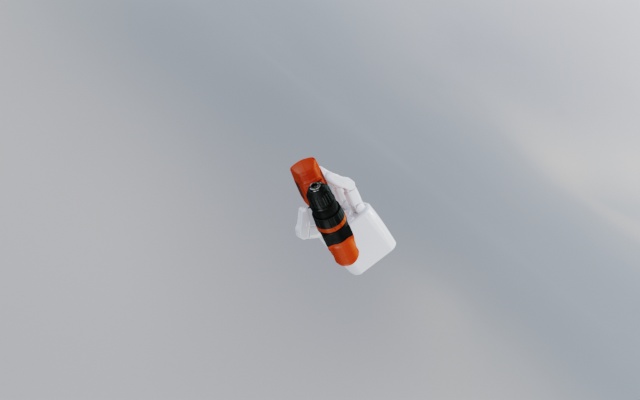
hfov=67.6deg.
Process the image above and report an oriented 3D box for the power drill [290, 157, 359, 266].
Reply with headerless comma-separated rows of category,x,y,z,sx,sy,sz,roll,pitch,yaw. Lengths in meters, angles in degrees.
power drill,0.000,0.003,0.840,0.057,0.185,0.187,-23,40,-1
